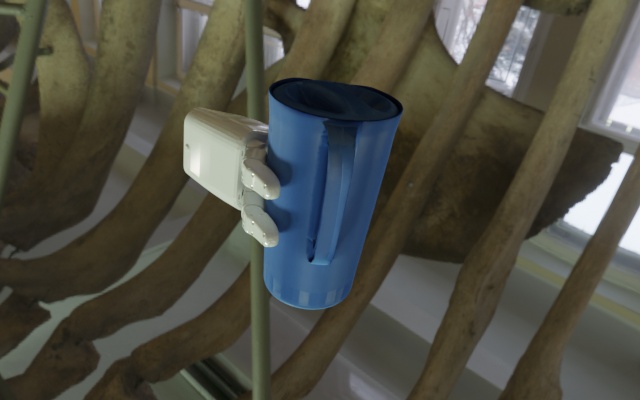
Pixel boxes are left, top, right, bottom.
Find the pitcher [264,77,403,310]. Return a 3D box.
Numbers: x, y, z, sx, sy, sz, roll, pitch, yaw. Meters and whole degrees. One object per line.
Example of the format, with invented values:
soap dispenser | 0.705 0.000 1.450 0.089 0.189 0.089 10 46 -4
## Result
pitcher | 0.000 0.002 0.515 0.145 0.243 0.149 28 34 32
